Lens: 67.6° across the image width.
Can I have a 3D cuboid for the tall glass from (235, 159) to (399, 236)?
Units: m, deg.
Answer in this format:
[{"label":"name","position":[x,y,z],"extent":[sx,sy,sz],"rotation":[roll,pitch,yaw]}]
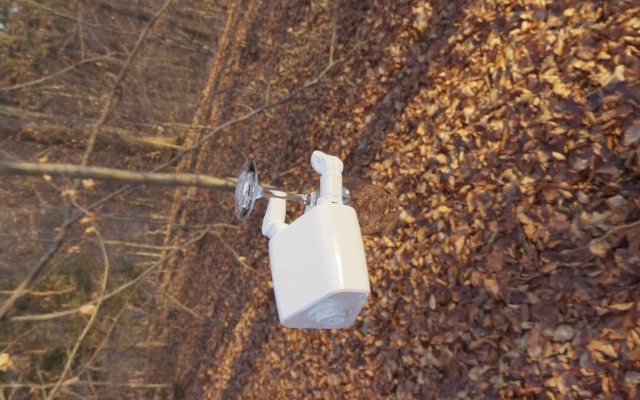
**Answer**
[{"label":"tall glass","position":[-0.001,0.002,0.601],"extent":[0.201,0.079,0.079],"rotation":[9,-4,-26]}]
